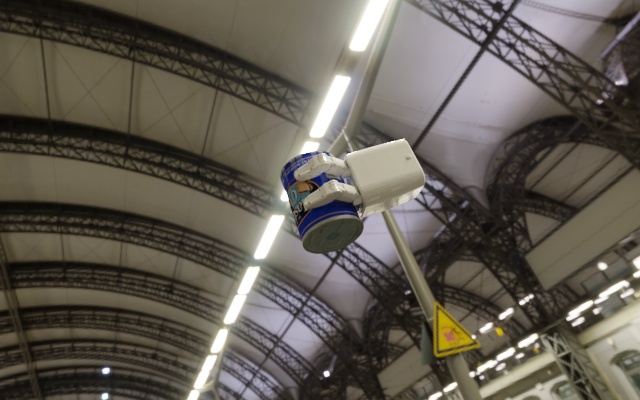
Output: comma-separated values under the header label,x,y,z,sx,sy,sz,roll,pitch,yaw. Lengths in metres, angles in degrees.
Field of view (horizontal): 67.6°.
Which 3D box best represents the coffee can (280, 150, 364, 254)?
label,x,y,z,sx,sy,sz,roll,pitch,yaw
coffee can,0.000,0.003,0.793,0.103,0.140,0.103,-15,-32,-10
